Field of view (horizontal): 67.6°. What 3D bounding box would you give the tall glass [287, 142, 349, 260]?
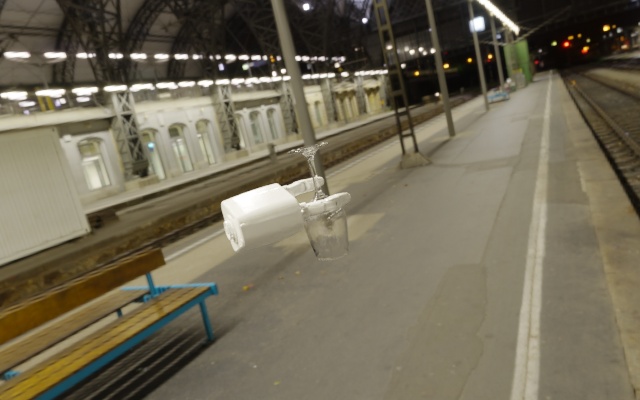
[{"bbox_3d":[0.000,0.002,0.852,0.079,0.201,0.079,-13,10,2],"label":"tall glass"}]
